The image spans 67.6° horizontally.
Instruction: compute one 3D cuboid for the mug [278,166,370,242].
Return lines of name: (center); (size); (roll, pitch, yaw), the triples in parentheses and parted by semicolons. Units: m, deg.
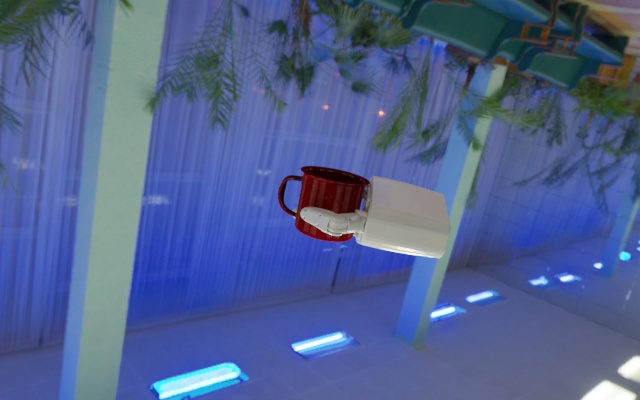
mug: (-0.001, 0.002, 0.636); (0.117, 0.081, 0.093); (12, 13, 2)
